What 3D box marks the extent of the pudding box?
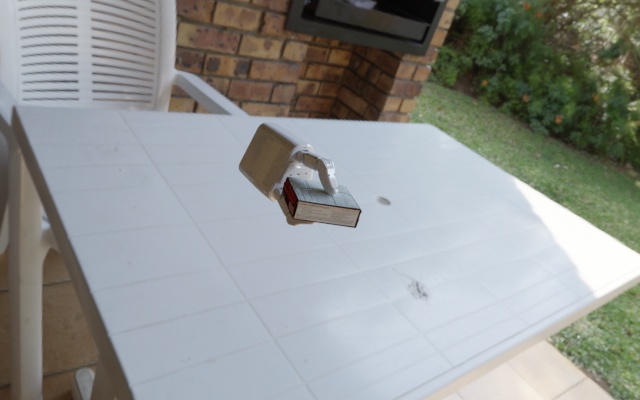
[{"bbox_3d":[0.000,0.002,0.782,0.113,0.039,0.090,7,26,-20],"label":"pudding box"}]
